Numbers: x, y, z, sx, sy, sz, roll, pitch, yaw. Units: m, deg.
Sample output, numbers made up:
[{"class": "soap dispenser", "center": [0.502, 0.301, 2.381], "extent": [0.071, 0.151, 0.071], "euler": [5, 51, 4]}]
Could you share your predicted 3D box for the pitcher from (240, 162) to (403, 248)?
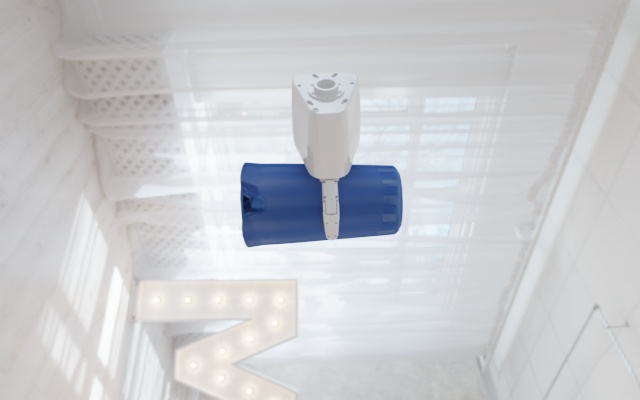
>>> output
[{"class": "pitcher", "center": [0.000, 0.002, 0.752], "extent": [0.243, 0.145, 0.149], "euler": [-2, 43, 1]}]
